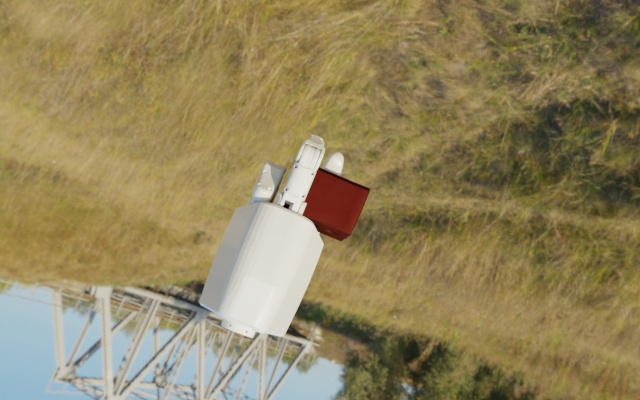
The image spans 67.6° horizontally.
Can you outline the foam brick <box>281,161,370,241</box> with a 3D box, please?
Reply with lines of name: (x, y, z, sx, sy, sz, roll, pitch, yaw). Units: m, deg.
foam brick: (0.000, 0.002, 0.478, 0.078, 0.051, 0.053, 23, -15, -4)
